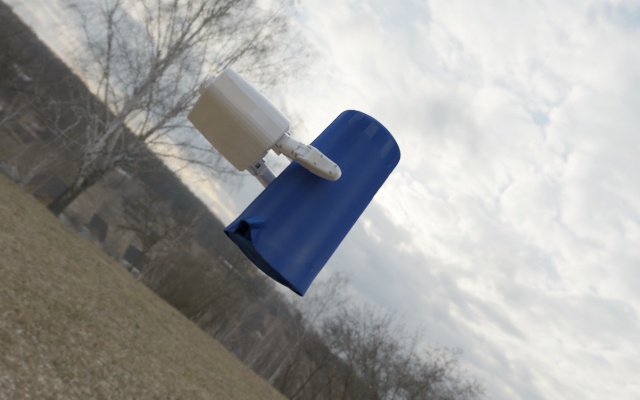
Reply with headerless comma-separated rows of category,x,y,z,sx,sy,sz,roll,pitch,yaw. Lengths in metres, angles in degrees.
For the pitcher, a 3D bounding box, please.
pitcher,0.000,0.002,0.647,0.145,0.243,0.149,43,-14,-10
